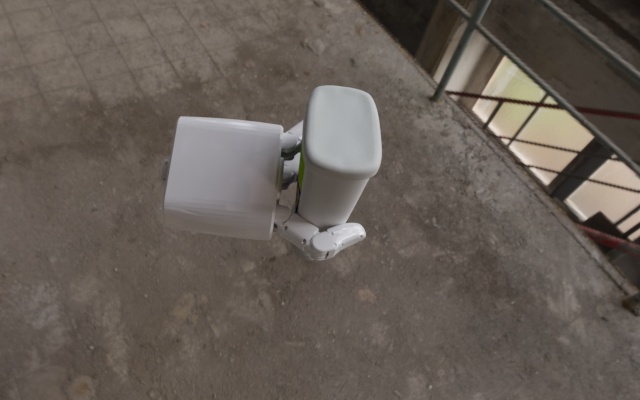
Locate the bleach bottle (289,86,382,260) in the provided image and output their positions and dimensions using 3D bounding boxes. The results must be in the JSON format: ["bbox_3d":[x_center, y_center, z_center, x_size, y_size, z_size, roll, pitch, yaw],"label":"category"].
[{"bbox_3d":[0.000,0.002,0.511,0.068,0.102,0.251,6,-34,-7],"label":"bleach bottle"}]
